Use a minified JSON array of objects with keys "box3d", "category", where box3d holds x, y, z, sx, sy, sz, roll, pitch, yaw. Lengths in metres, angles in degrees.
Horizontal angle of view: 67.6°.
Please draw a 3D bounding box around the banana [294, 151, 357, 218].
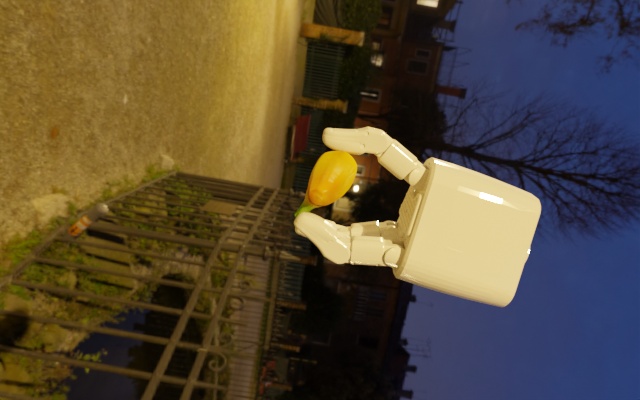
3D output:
[{"box3d":[0.008,-0.015,0.446,0.037,0.069,0.198,27,-8,-1],"category":"banana"}]
